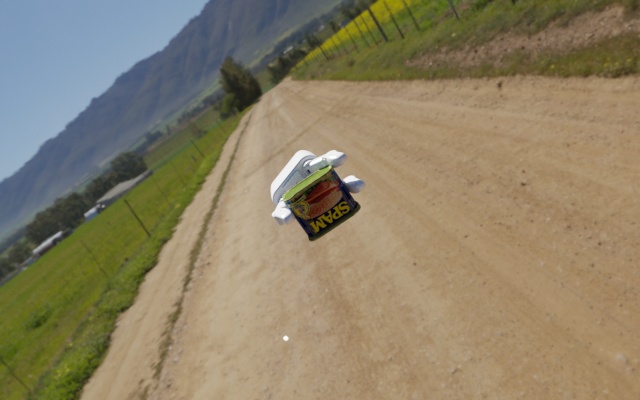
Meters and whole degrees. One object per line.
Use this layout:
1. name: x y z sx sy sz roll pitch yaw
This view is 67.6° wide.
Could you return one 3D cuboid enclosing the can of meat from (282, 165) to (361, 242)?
1. can of meat: 0.000 0.002 0.778 0.102 0.084 0.057 -34 16 3
